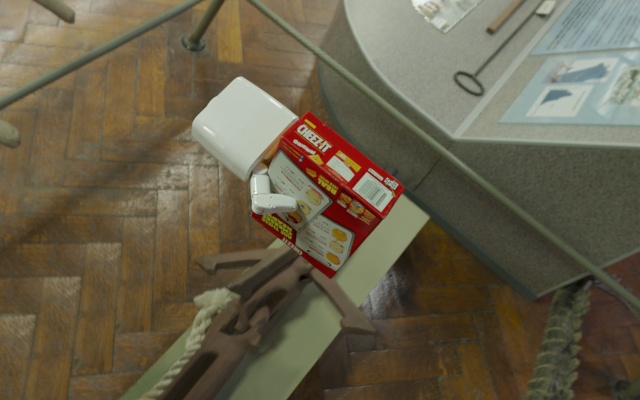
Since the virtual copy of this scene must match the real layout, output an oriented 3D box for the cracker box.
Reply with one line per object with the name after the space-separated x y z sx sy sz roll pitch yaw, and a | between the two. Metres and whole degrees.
0.000 0.002 0.678 0.164 0.072 0.214 38 -34 5 | cracker box
